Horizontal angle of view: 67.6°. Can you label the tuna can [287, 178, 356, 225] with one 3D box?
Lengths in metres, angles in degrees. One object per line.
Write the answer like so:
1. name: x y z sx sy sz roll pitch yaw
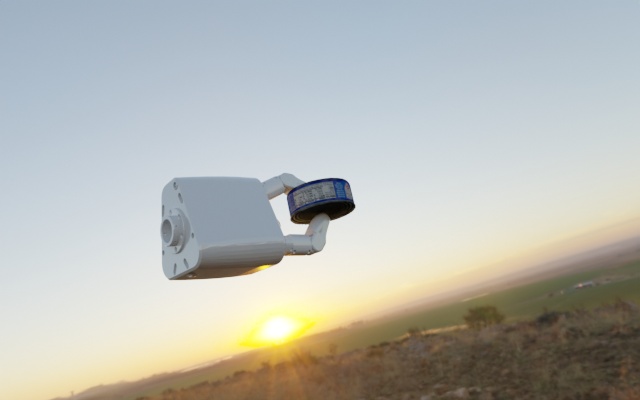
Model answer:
1. tuna can: 0.000 0.001 0.614 0.086 0.033 0.086 -11 -18 -4
